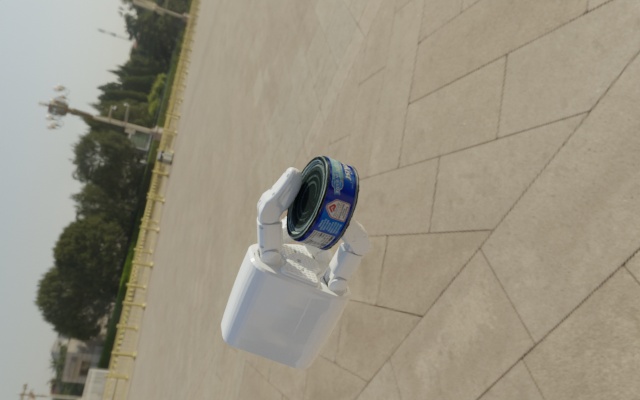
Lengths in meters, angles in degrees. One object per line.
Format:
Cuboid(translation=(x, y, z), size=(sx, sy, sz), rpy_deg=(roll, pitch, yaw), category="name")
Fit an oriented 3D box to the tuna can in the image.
Cuboid(translation=(0.000, 0.001, 0.452), size=(0.034, 0.086, 0.086), rpy_deg=(20, -8, -22), category="tuna can")
